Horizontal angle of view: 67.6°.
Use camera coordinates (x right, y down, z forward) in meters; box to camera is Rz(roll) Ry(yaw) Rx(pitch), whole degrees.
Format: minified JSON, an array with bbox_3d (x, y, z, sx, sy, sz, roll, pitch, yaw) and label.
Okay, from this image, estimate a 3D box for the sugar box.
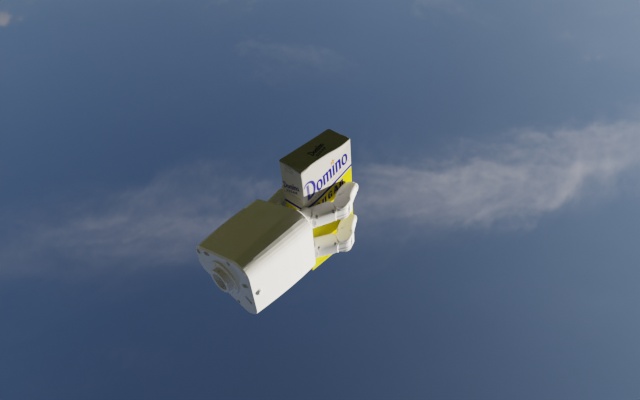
[{"bbox_3d":[0.000,0.003,0.648,0.048,0.176,0.093,31,53,32],"label":"sugar box"}]
